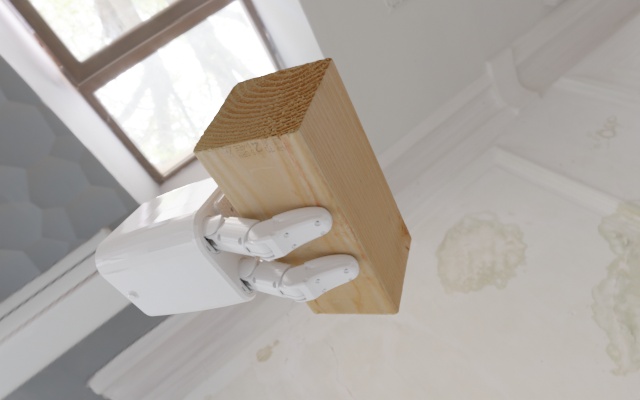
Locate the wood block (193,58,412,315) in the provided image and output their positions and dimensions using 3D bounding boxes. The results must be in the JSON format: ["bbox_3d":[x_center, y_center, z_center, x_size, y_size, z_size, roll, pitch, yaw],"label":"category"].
[{"bbox_3d":[0.000,0.001,0.401,0.090,0.090,0.206,-7,-46,27],"label":"wood block"}]
